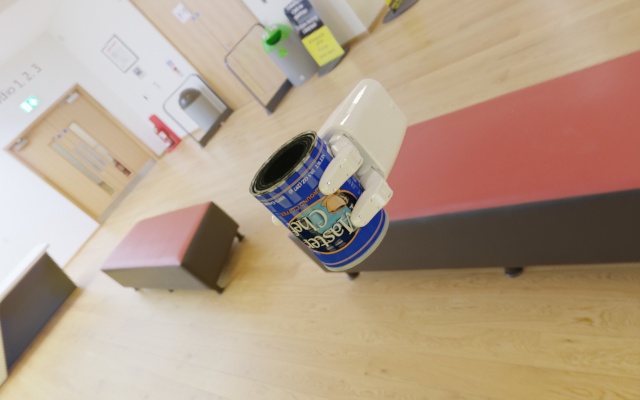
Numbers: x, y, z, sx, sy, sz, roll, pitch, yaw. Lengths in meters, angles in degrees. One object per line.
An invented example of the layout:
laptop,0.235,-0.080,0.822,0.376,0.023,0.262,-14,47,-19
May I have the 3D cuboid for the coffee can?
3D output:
coffee can,0.000,0.002,0.571,0.140,0.102,0.103,46,-23,-24
